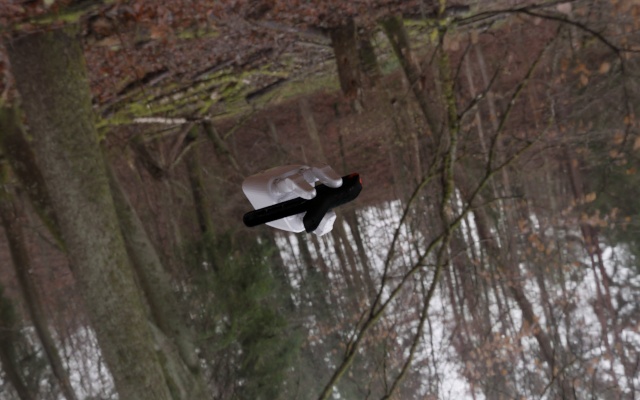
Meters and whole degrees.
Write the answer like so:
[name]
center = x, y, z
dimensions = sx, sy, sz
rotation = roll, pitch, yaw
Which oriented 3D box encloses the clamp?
[clamp]
center = 0.001, 0.003, 0.765
dimensions = 0.210, 0.036, 0.164
rotation = -24, 18, -32
